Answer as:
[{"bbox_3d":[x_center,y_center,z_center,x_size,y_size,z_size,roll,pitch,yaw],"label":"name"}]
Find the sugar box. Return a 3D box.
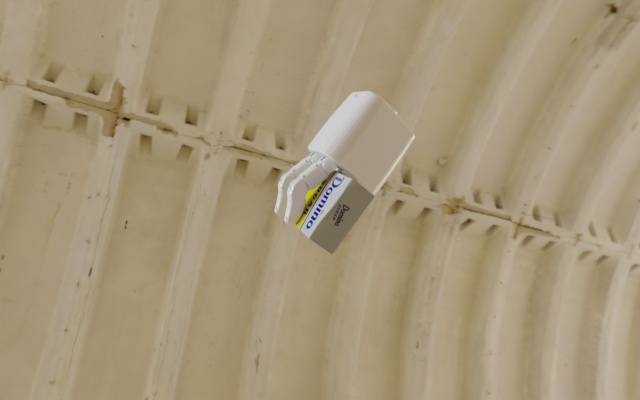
[{"bbox_3d":[0.000,0.002,0.663,0.048,0.093,0.176,37,-1,-19],"label":"sugar box"}]
